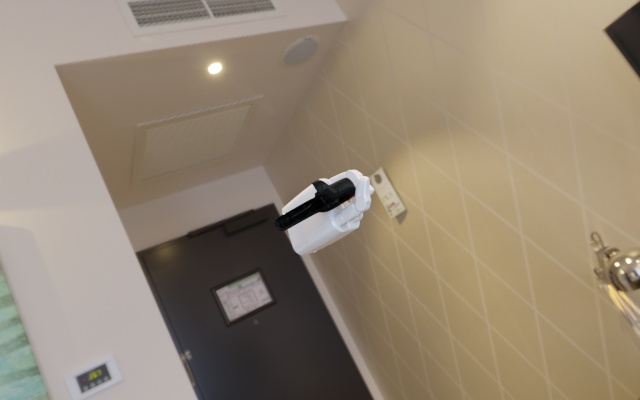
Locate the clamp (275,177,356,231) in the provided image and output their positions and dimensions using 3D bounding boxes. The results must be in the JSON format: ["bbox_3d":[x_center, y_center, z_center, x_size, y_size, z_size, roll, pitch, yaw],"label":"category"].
[{"bbox_3d":[0.000,0.002,0.800,0.120,0.039,0.171,-35,-14,28],"label":"clamp"}]
